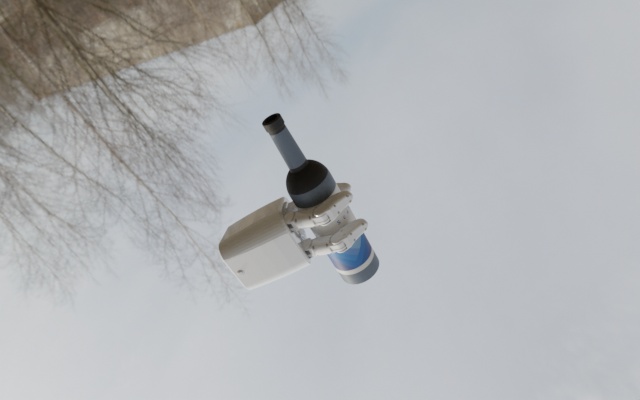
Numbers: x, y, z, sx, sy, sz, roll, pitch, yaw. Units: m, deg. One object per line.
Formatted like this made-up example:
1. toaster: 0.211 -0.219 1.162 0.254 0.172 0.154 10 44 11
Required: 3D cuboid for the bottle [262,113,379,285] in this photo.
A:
1. bottle: 0.000 0.002 0.694 0.069 0.296 0.069 -22 33 15
